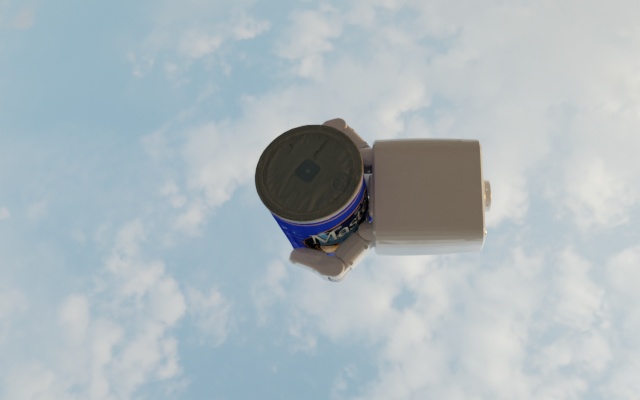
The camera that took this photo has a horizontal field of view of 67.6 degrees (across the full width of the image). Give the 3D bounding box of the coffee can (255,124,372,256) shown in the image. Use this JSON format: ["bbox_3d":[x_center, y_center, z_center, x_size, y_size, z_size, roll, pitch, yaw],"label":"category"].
[{"bbox_3d":[0.000,0.002,0.503,0.103,0.102,0.140,0,-25,11],"label":"coffee can"}]
